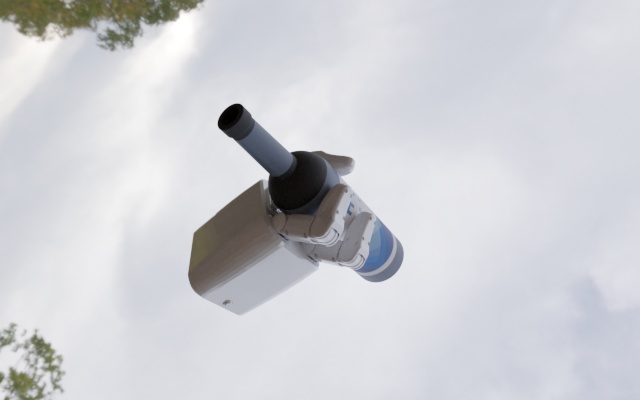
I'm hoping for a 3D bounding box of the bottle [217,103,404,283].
[{"bbox_3d":[0.000,0.002,0.496,0.069,0.069,0.296,0,-29,35],"label":"bottle"}]
